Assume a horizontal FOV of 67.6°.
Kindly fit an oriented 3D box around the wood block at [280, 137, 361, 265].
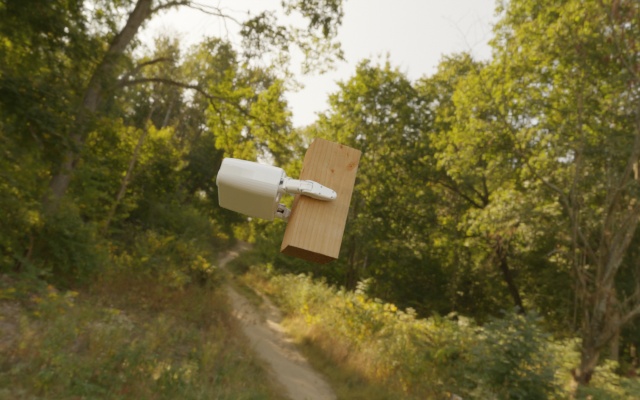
[{"bbox_3d":[0.000,0.003,0.875,0.090,0.206,0.091,17,-18,-10],"label":"wood block"}]
